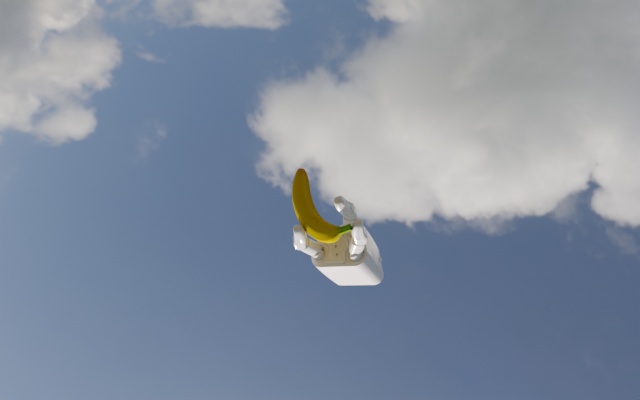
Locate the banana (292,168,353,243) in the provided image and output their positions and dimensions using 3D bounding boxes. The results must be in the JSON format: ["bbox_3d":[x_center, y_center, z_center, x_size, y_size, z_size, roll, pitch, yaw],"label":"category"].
[{"bbox_3d":[-0.012,0.017,0.857,0.197,0.069,0.037,50,2,42],"label":"banana"}]
